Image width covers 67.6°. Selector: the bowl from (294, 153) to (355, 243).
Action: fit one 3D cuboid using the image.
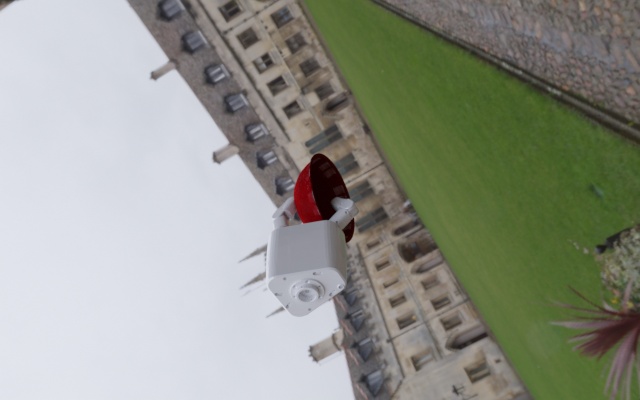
[{"bbox_3d":[0.000,0.002,0.827,0.055,0.162,0.162,-19,-8,23],"label":"bowl"}]
